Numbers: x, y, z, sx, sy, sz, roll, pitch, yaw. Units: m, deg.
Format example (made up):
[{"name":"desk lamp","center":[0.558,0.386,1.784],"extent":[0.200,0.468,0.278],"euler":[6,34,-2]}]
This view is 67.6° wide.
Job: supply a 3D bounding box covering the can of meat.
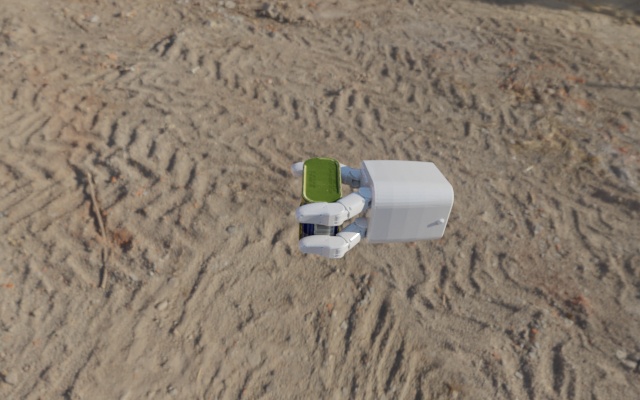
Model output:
[{"name":"can of meat","center":[0.000,0.002,0.651],"extent":[0.057,0.084,0.102],"euler":[2,42,-3]}]
